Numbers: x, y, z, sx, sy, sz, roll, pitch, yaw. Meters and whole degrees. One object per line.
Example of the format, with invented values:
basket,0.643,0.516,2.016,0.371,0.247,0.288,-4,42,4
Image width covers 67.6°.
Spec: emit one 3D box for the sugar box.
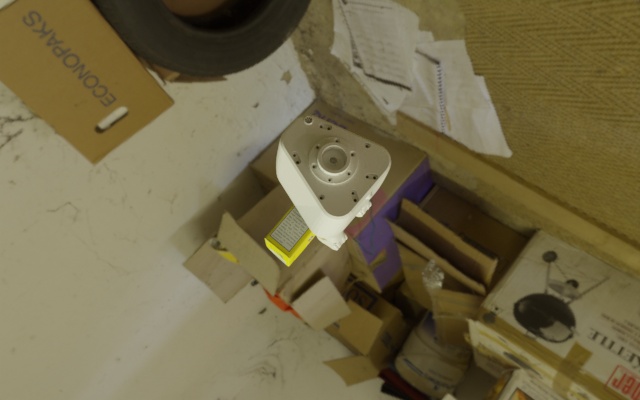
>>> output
sugar box,0.000,0.002,0.624,0.048,0.176,0.093,41,-13,5
